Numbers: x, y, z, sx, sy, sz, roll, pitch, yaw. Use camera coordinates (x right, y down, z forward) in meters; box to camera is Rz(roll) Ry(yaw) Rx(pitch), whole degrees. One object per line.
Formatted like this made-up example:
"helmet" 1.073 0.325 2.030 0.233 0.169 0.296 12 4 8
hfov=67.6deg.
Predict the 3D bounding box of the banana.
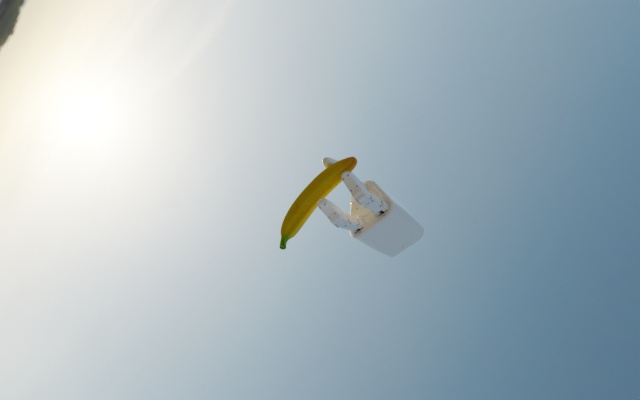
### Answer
"banana" -0.010 -0.002 0.828 0.037 0.198 0.069 36 4 -33
